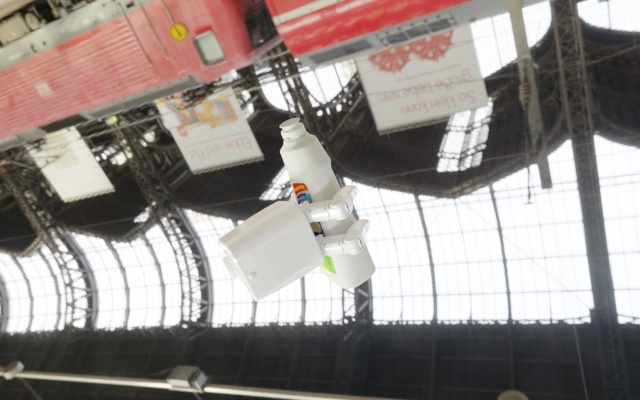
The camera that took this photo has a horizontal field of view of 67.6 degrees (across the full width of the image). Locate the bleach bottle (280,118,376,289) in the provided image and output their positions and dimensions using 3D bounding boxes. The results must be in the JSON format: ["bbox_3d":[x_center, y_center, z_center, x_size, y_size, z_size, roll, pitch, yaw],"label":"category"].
[{"bbox_3d":[0.000,0.002,0.674,0.068,0.251,0.102,-31,26,-17],"label":"bleach bottle"}]
